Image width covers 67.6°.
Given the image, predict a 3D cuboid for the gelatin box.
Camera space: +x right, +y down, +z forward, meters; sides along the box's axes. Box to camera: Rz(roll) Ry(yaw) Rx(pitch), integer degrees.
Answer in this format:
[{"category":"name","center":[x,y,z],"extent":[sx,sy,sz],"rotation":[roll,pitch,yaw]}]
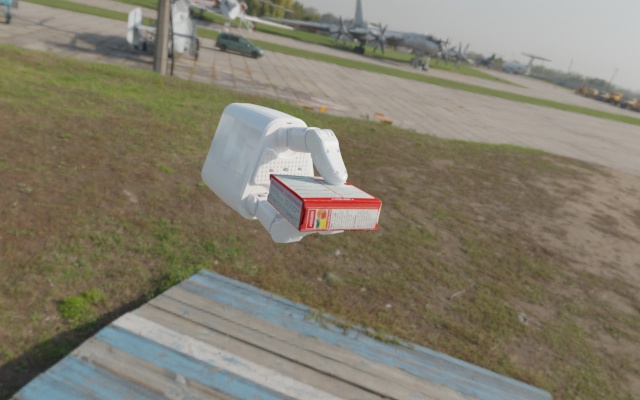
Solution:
[{"category":"gelatin box","center":[0.000,0.001,0.428],"extent":[0.073,0.030,0.089],"rotation":[1,16,-26]}]
